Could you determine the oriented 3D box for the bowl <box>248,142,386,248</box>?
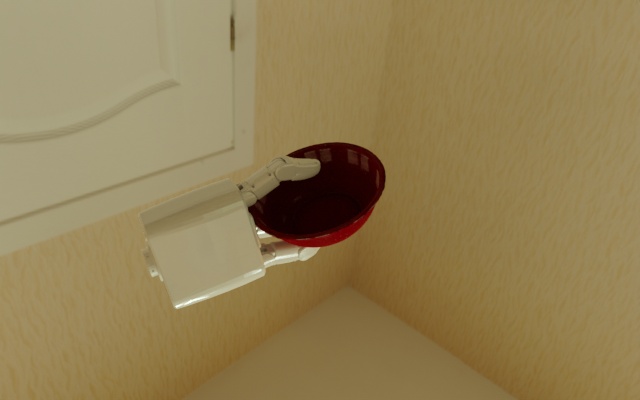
[{"bbox_3d":[0.001,0.002,0.558,0.162,0.055,0.162,-11,41,10],"label":"bowl"}]
